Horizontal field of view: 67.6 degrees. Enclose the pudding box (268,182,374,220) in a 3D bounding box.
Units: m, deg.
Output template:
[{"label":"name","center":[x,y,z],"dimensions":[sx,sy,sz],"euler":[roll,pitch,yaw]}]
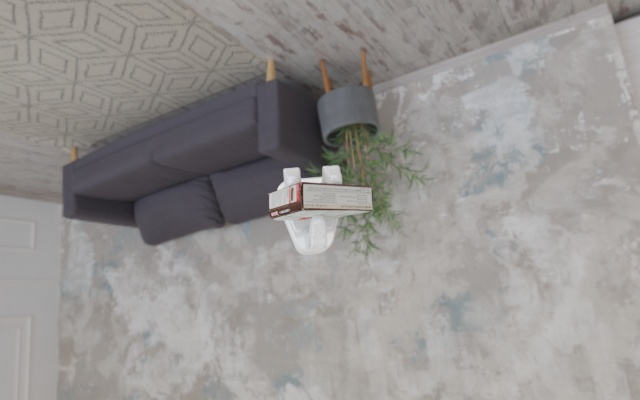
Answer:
[{"label":"pudding box","center":[0.000,0.002,0.633],"dimensions":[0.113,0.039,0.090],"euler":[0,-10,-33]}]
